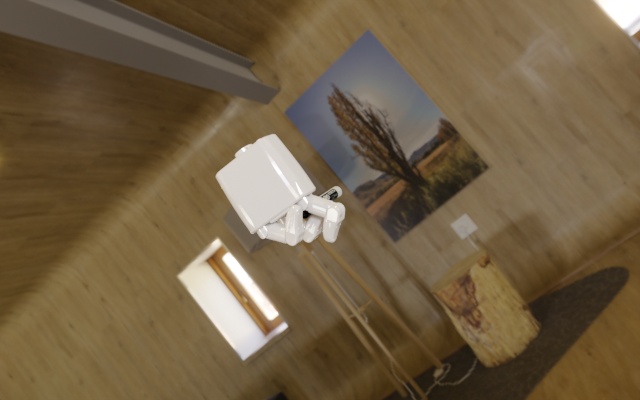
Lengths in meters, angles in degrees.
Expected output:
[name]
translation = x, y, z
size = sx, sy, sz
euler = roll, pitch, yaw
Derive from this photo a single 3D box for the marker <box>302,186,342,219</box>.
[marker]
translation = 0.000, 0.003, 0.750
size = 0.020, 0.020, 0.121
euler = 0, 17, 29
